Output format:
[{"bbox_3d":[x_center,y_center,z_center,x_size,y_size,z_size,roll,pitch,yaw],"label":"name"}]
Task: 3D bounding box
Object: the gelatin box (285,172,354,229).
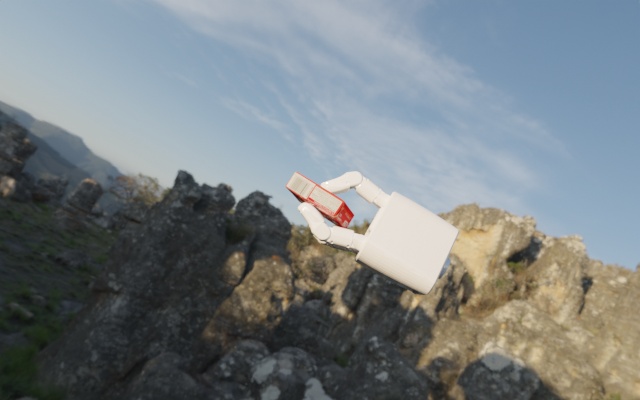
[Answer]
[{"bbox_3d":[0.000,0.002,0.682,0.089,0.030,0.073,32,-7,20],"label":"gelatin box"}]
